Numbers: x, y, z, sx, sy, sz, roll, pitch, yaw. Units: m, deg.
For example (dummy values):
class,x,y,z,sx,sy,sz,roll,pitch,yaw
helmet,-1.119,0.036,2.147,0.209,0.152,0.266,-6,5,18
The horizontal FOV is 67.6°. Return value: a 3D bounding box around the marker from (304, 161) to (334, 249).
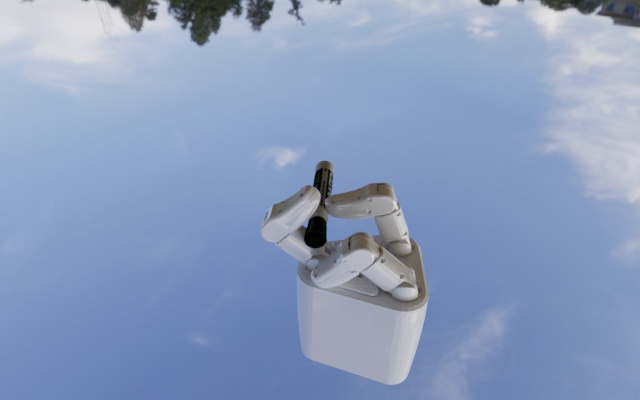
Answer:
class,x,y,z,sx,sy,sz,roll,pitch,yaw
marker,0.000,0.001,0.431,0.020,0.020,0.121,0,34,5
